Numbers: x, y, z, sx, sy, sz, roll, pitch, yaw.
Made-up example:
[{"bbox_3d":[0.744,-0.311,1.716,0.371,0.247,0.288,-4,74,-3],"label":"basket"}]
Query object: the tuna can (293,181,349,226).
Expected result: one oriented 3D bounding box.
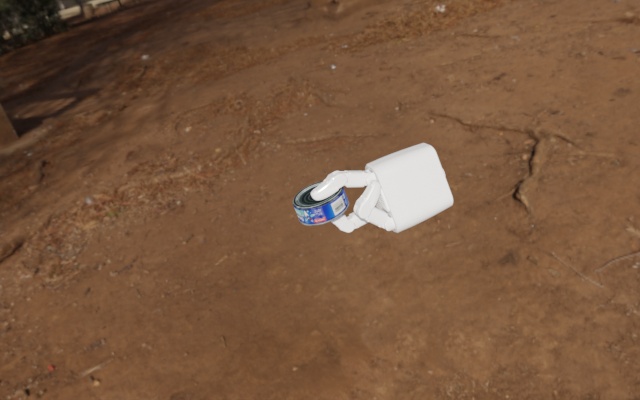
[{"bbox_3d":[0.000,0.002,0.759,0.086,0.034,0.086,-17,26,9],"label":"tuna can"}]
